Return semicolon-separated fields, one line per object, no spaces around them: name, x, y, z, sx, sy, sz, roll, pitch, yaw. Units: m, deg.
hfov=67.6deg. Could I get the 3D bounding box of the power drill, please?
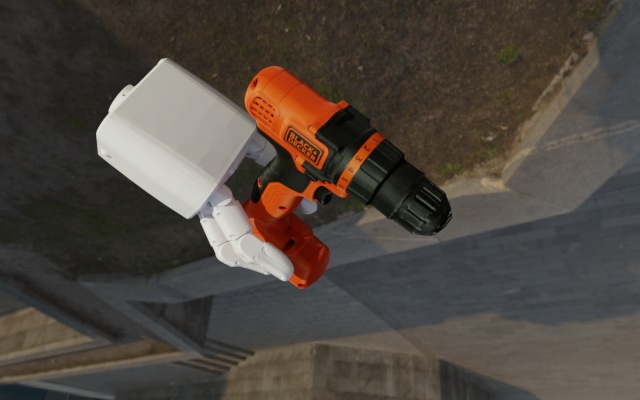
power drill;0.000;0.001;0.417;0.057;0.184;0.188;-42;-13;-41
